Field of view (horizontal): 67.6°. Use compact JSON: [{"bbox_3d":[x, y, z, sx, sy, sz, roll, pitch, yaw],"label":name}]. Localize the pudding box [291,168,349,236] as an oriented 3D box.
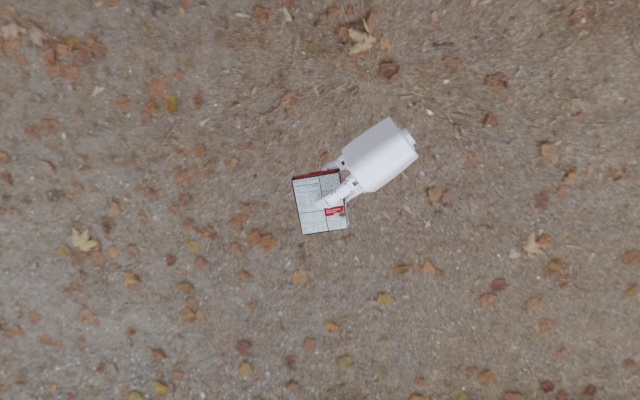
[{"bbox_3d":[0.000,0.003,0.878,0.090,0.113,0.039,-8,14,7],"label":"pudding box"}]
